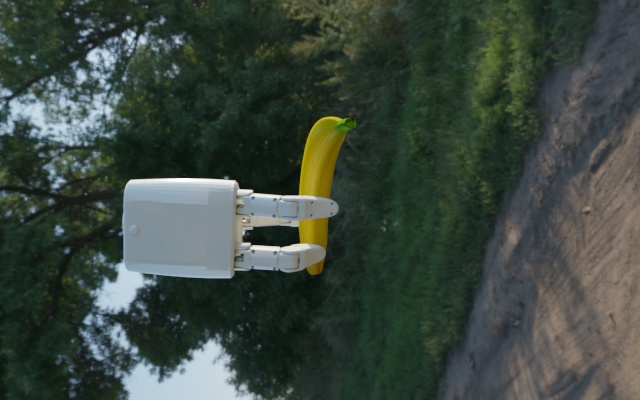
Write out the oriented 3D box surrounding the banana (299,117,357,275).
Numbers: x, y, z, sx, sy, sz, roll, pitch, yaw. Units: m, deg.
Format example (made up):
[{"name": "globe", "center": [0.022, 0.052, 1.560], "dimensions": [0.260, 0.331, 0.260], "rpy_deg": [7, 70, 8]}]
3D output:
[{"name": "banana", "center": [-0.002, -0.012, 0.521], "dimensions": [0.037, 0.198, 0.069], "rpy_deg": [2, 34, -12]}]
